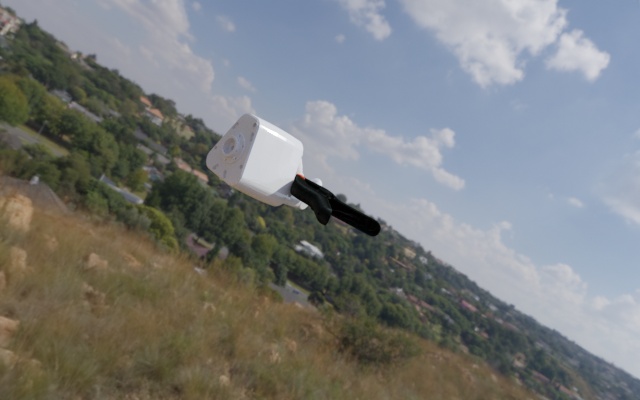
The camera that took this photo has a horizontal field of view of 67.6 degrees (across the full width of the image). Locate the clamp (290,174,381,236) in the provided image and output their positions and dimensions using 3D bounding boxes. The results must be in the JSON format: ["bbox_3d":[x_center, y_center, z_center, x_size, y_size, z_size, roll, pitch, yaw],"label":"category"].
[{"bbox_3d":[0.000,0.002,0.724,0.171,0.039,0.120,31,6,38],"label":"clamp"}]
